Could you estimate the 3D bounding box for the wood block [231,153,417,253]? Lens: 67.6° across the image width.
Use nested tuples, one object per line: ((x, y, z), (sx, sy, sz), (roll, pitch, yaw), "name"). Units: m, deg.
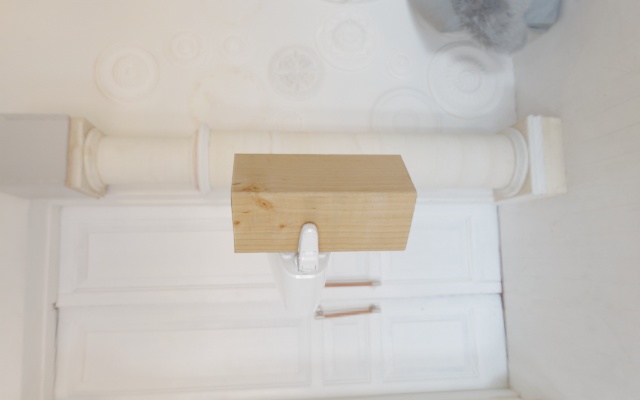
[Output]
((0.000, 0.002, 0.578), (0.206, 0.090, 0.090), (-1, 37, -6), "wood block")
